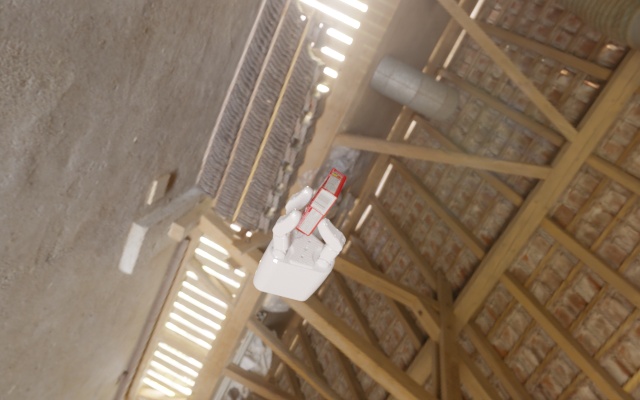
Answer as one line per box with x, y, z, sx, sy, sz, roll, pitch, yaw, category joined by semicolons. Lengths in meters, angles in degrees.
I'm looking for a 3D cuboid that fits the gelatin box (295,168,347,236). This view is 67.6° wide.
0.001;0.002;0.736;0.030;0.089;0.073;34;32;-3;gelatin box
